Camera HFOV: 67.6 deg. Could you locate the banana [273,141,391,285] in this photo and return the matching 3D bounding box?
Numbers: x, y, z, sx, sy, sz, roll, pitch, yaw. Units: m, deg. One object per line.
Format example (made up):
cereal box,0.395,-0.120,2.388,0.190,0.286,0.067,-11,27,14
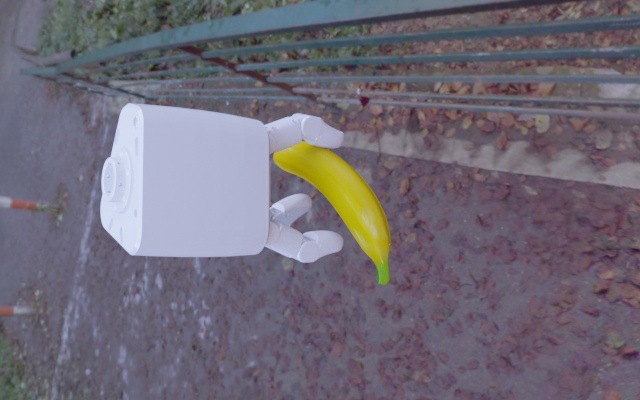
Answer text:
banana,0.008,-0.011,0.454,0.037,0.070,0.197,-5,43,-38
